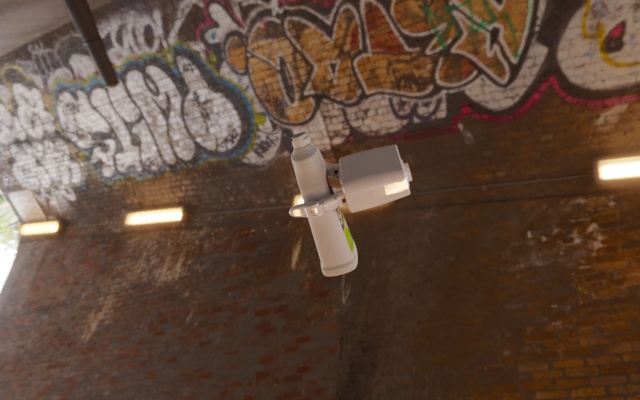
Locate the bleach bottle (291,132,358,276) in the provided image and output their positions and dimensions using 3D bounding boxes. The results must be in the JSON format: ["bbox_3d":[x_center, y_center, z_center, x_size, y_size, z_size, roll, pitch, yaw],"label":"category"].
[{"bbox_3d":[0.000,0.003,0.850,0.068,0.251,0.102,-15,20,10],"label":"bleach bottle"}]
